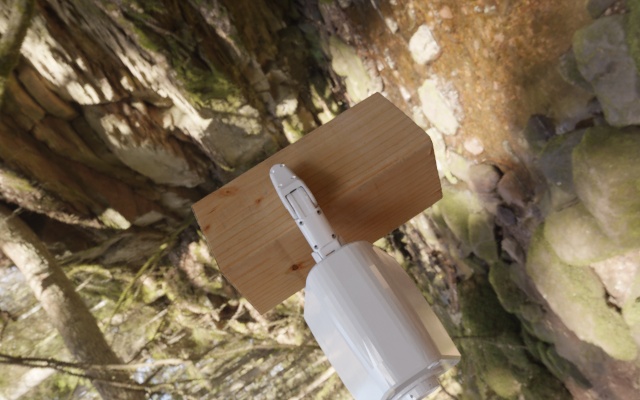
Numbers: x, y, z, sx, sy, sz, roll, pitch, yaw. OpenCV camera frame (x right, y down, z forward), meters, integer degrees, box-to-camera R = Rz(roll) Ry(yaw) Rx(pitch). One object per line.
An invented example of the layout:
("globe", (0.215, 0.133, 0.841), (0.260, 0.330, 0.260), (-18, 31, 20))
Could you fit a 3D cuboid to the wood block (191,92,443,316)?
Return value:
("wood block", (0.000, 0.002, 0.449), (0.206, 0.090, 0.091), (-32, -42, -5))
